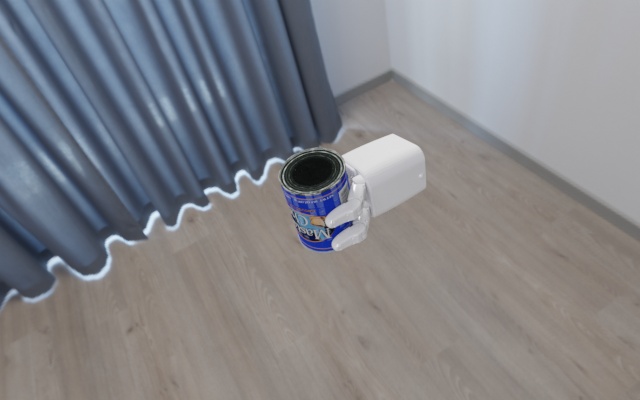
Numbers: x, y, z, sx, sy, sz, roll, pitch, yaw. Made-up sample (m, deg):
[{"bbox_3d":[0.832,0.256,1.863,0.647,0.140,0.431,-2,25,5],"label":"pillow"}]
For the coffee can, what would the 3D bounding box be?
[{"bbox_3d":[0.000,0.003,0.758,0.103,0.102,0.140,0,-43,15],"label":"coffee can"}]
